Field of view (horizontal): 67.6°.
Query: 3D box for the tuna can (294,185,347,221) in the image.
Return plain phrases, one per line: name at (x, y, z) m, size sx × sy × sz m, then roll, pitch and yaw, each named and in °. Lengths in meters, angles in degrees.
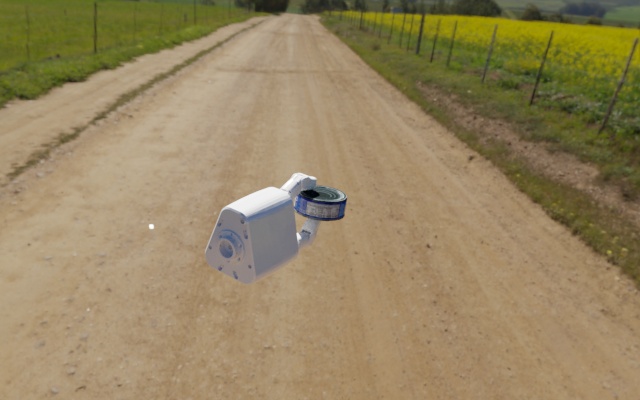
tuna can at (0.000, 0.002, 0.782) m, size 0.086 × 0.034 × 0.086 m, roll 8°, pitch 18°, yaw -3°
